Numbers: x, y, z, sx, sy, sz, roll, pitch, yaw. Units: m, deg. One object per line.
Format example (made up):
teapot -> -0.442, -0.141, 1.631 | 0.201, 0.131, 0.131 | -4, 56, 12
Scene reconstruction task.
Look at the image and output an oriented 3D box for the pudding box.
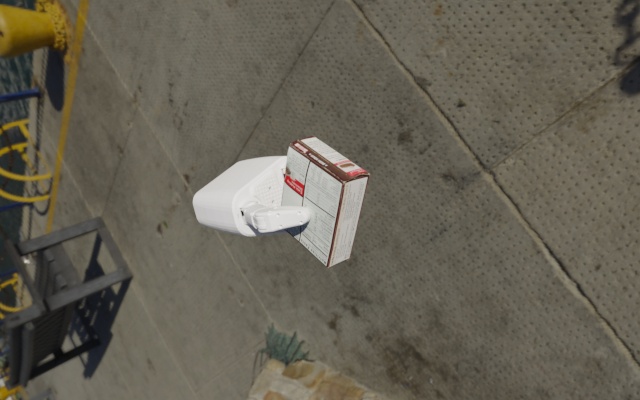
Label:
pudding box -> 0.000, 0.002, 0.508 | 0.039, 0.114, 0.090 | -22, 45, -36
